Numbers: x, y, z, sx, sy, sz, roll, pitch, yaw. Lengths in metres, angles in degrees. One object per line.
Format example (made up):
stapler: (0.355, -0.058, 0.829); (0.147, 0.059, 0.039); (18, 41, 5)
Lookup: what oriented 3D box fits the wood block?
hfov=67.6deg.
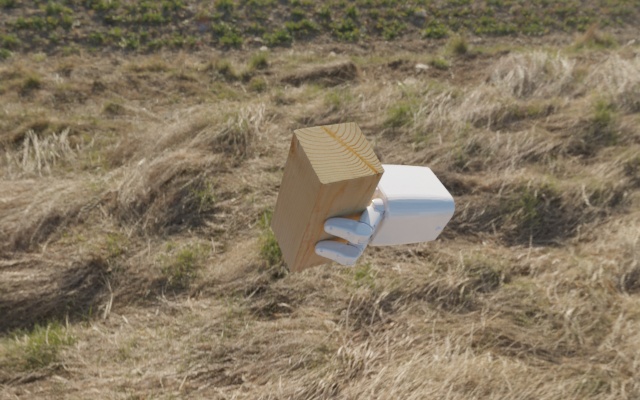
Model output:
wood block: (0.000, 0.002, 0.656); (0.090, 0.090, 0.206); (-11, -33, -24)
